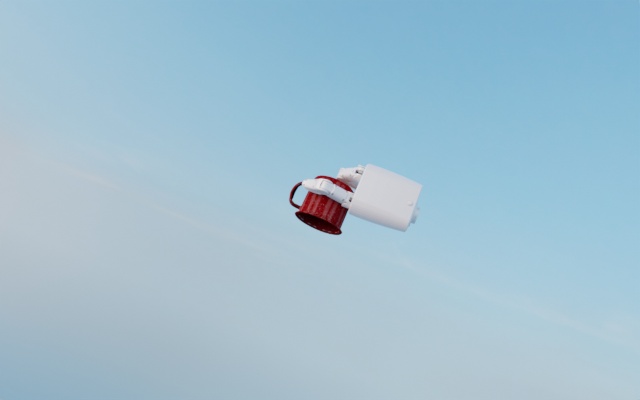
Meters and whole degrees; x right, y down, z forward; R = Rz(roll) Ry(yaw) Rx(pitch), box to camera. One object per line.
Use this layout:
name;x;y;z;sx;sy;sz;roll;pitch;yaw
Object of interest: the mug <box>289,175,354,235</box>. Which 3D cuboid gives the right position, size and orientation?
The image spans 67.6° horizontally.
mug;-0.001;0.002;0.878;0.117;0.081;0.093;21;-17;8
